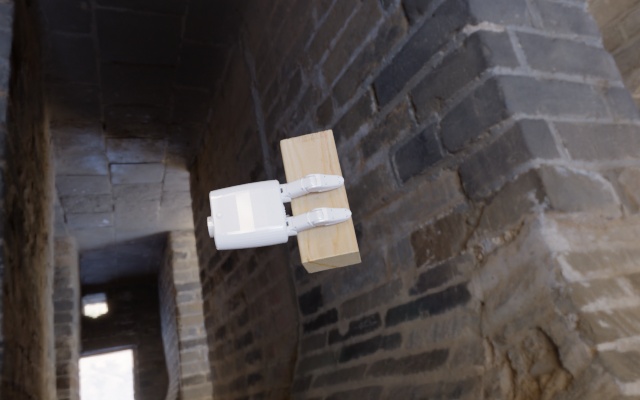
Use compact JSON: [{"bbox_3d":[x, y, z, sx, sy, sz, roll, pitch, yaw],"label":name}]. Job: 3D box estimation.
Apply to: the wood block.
[{"bbox_3d":[0.000,0.003,0.780,0.090,0.206,0.091,-12,-19,2],"label":"wood block"}]
